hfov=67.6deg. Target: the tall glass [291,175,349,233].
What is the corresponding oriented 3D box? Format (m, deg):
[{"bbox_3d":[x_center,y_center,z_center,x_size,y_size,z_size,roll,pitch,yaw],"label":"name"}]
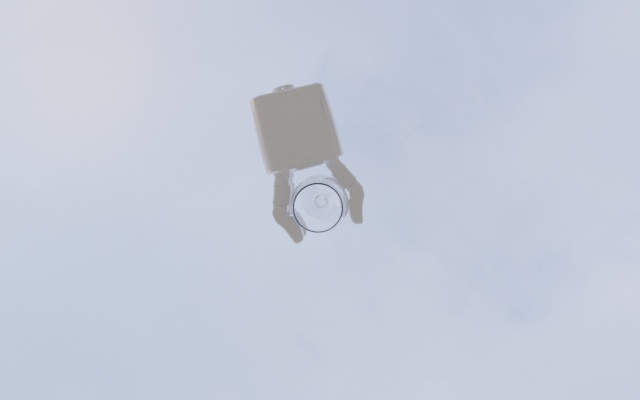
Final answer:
[{"bbox_3d":[0.000,0.002,0.680,0.079,0.079,0.201,0,4,2],"label":"tall glass"}]
